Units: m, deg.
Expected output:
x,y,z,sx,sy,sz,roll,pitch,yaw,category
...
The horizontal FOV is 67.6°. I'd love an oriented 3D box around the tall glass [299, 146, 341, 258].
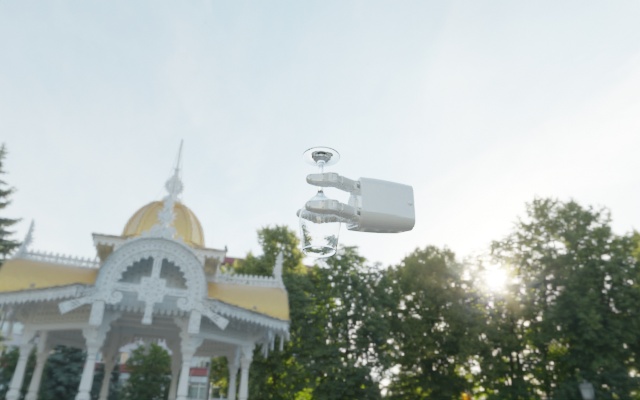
x,y,z,sx,sy,sz,roll,pitch,yaw,category
0.000,0.002,0.895,0.079,0.201,0.079,1,-26,1,tall glass
